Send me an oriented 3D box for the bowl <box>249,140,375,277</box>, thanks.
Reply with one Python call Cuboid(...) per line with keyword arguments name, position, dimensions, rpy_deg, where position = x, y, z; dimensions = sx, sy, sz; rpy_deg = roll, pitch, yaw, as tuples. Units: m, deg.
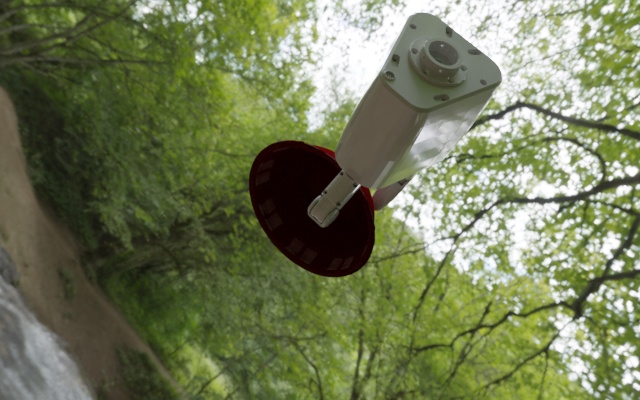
Cuboid(name="bowl", position=(0.000, 0.002, 0.520), dimensions=(0.162, 0.162, 0.055), rpy_deg=(0, 26, 39))
